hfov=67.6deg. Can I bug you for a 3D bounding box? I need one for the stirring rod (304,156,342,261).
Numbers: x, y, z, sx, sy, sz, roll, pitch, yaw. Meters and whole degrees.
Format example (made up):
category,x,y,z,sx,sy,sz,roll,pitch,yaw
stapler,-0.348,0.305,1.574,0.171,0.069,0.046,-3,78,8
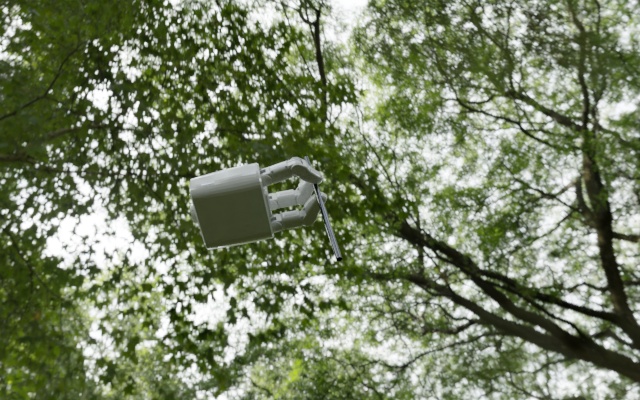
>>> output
category,x,y,z,sx,sy,sz,roll,pitch,yaw
stirring rod,0.000,0.002,0.704,0.011,0.011,0.239,0,37,-15
